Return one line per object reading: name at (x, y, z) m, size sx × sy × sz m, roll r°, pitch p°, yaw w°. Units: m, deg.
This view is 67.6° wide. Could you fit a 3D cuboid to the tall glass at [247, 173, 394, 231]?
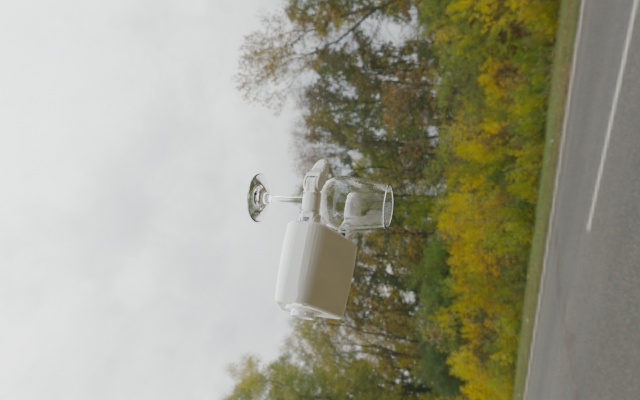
tall glass at (-0.001, 0.002, 0.686) m, size 0.201 × 0.079 × 0.079 m, roll 3°, pitch 1°, yaw 20°
